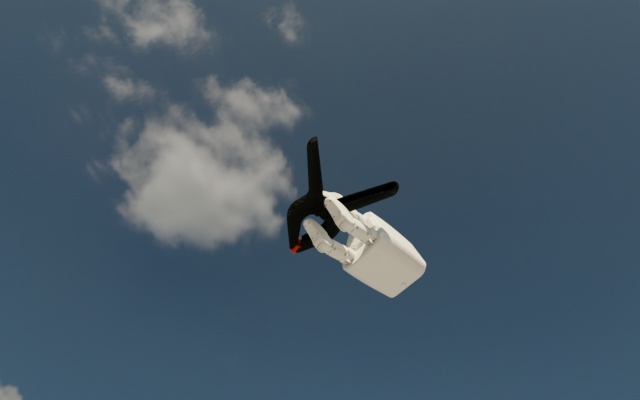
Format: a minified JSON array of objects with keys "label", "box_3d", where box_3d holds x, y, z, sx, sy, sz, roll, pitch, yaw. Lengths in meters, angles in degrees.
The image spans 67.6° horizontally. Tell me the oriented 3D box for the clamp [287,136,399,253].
[{"label":"clamp","box_3d":[0.000,0.003,0.780,0.164,0.210,0.036,35,27,-19]}]
